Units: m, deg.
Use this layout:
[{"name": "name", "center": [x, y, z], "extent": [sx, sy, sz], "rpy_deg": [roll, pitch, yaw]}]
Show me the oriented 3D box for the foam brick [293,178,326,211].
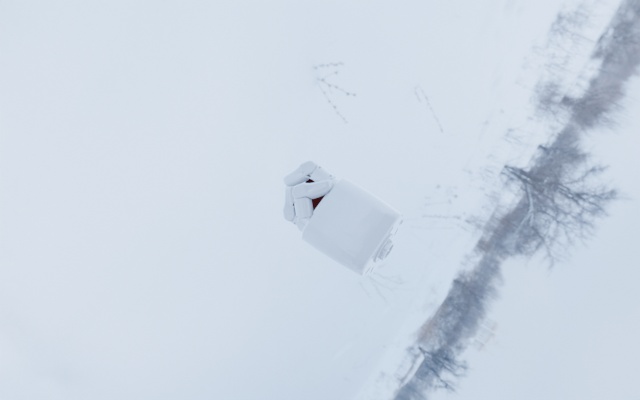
[{"name": "foam brick", "center": [0.000, 0.002, 0.775], "extent": [0.051, 0.053, 0.078], "rpy_deg": [31, 5, 19]}]
